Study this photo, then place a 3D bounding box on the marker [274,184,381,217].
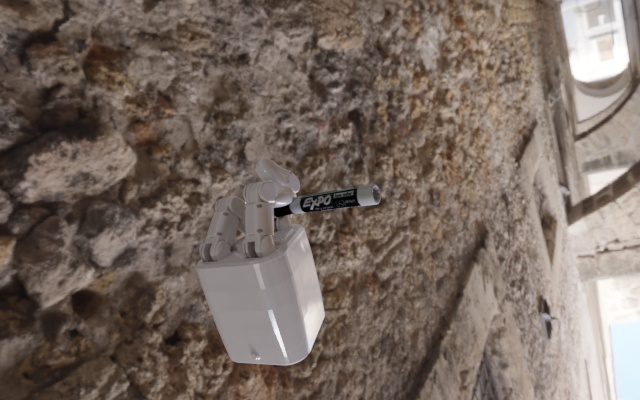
[{"bbox_3d":[0.000,0.001,0.463,0.121,0.020,0.020,-8,-5,32],"label":"marker"}]
